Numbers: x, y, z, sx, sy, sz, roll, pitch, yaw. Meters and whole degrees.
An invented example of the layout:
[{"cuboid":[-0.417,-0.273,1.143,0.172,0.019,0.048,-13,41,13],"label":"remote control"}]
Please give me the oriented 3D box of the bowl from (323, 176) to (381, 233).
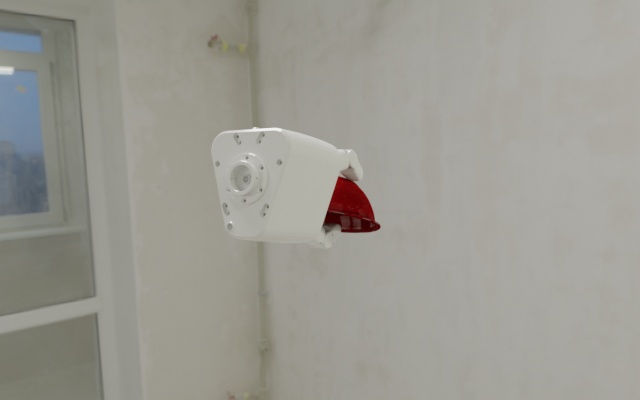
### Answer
[{"cuboid":[0.000,0.002,0.624,0.162,0.055,0.162,7,-12,1],"label":"bowl"}]
